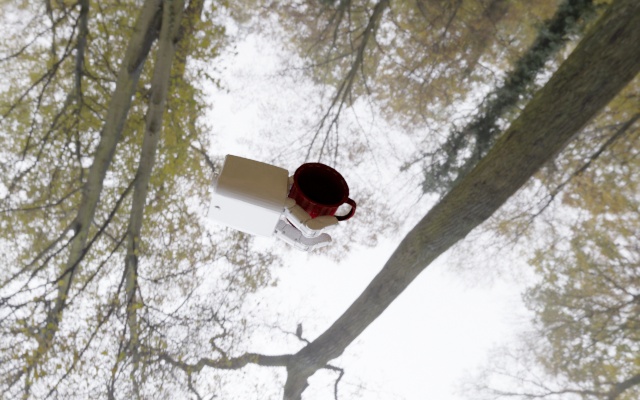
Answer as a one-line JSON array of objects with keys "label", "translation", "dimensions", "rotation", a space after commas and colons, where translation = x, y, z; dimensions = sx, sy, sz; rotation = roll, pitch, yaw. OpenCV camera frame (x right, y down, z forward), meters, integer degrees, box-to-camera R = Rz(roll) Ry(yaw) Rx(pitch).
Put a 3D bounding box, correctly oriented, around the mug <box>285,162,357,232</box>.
[{"label": "mug", "translation": [0.001, 0.003, 0.771], "dimensions": [0.117, 0.093, 0.081], "rotation": [17, -44, -11]}]
